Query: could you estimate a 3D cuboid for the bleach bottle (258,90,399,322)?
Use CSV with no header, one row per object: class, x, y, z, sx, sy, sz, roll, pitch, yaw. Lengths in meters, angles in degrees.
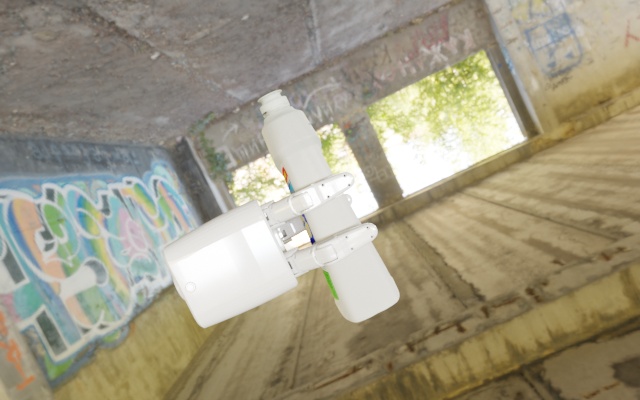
bleach bottle,0.000,0.002,0.520,0.068,0.251,0.102,-26,4,-5
